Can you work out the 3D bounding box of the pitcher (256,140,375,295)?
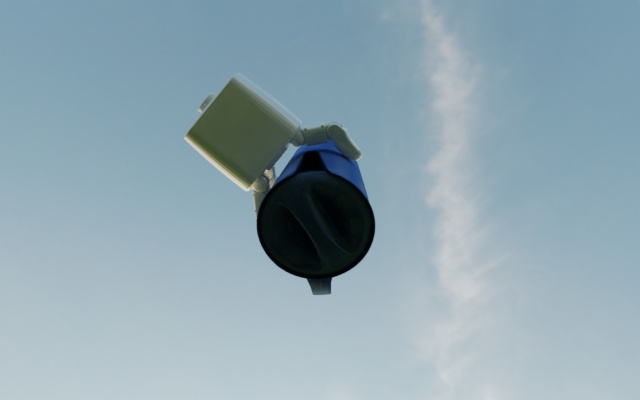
[{"bbox_3d":[0.000,0.002,0.643,0.145,0.149,0.242,39,17,-10],"label":"pitcher"}]
